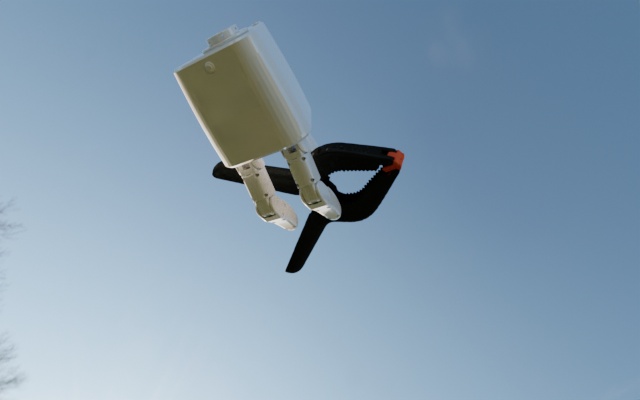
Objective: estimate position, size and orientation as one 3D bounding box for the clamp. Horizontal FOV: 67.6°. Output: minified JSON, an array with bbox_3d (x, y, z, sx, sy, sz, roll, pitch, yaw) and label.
[{"bbox_3d":[0.001,0.001,0.530,0.210,0.165,0.036,-16,27,26],"label":"clamp"}]
